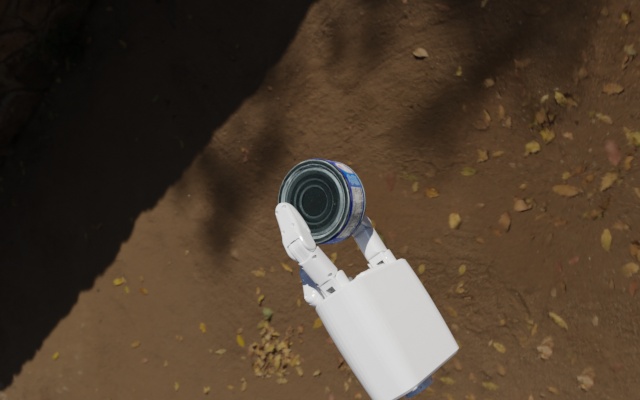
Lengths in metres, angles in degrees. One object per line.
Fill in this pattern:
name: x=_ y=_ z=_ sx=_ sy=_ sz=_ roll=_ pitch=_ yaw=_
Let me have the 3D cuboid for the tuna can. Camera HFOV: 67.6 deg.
tuna can: x=0.000 y=0.001 z=0.477 sx=0.086 sy=0.086 sz=0.034 roll=0 pitch=-2 yaw=32
